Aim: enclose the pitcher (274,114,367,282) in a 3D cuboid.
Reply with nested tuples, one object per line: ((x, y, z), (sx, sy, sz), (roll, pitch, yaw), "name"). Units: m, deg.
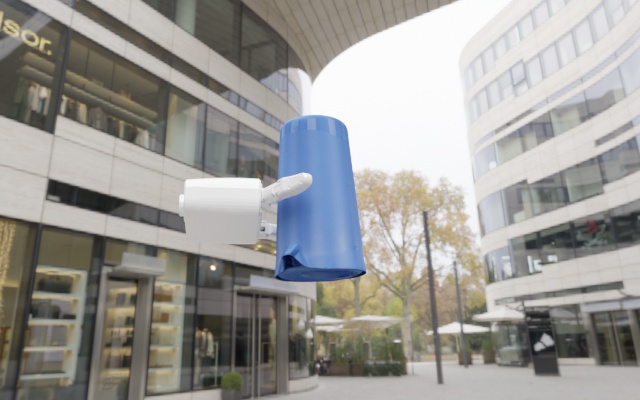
((0.000, 0.002, 0.729), (0.145, 0.242, 0.149), (1, -17, -12), "pitcher")
